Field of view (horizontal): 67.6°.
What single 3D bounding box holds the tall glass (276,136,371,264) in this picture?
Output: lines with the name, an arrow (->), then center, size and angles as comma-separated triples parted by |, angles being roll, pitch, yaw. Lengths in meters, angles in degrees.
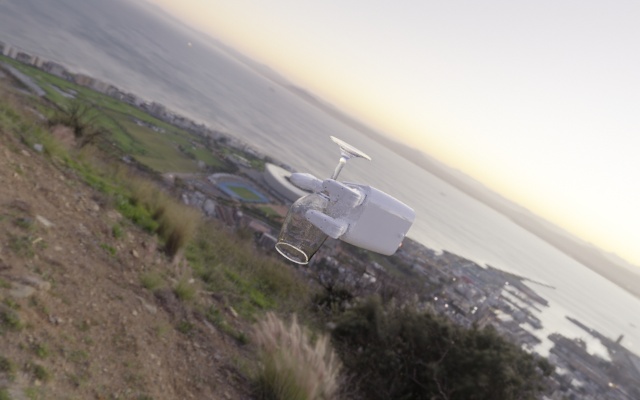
tall glass -> 0.000, 0.002, 0.769 | 0.079, 0.201, 0.079 | 28, 11, -6
